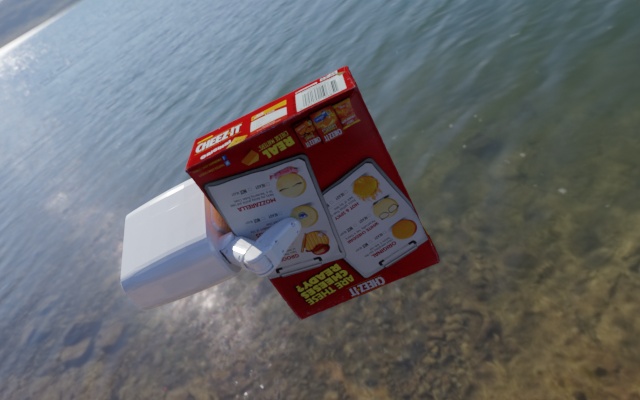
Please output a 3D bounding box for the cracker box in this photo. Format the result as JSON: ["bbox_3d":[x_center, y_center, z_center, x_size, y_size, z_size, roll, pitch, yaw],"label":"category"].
[{"bbox_3d":[0.000,0.002,0.470,0.164,0.214,0.072,-25,32,11],"label":"cracker box"}]
